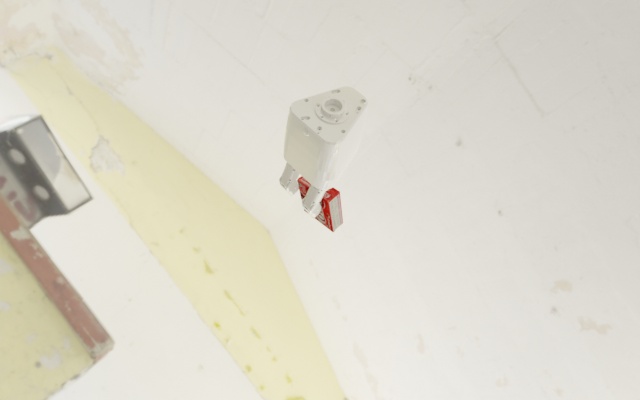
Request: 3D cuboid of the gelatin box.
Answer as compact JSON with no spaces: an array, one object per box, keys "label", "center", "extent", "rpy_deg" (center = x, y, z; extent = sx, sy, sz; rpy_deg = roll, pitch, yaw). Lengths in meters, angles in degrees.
[{"label":"gelatin box","center":[0.000,0.003,0.802],"extent":[0.073,0.030,0.089],"rpy_deg":[36,-26,29]}]
